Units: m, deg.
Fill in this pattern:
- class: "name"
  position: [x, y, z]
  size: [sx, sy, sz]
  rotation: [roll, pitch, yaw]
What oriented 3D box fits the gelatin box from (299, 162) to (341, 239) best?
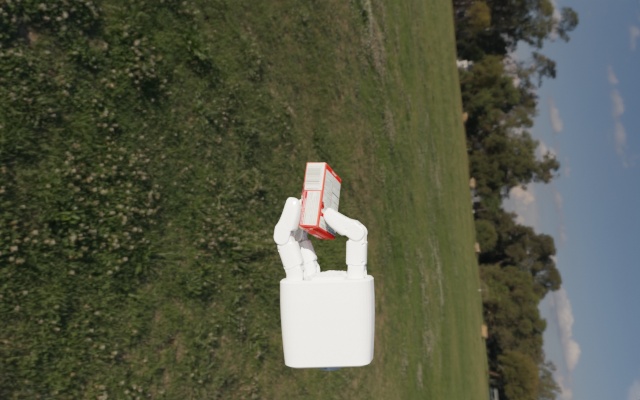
- class: "gelatin box"
  position: [0.001, 0.002, 0.639]
  size: [0.030, 0.089, 0.073]
  rotation: [3, -14, 20]
